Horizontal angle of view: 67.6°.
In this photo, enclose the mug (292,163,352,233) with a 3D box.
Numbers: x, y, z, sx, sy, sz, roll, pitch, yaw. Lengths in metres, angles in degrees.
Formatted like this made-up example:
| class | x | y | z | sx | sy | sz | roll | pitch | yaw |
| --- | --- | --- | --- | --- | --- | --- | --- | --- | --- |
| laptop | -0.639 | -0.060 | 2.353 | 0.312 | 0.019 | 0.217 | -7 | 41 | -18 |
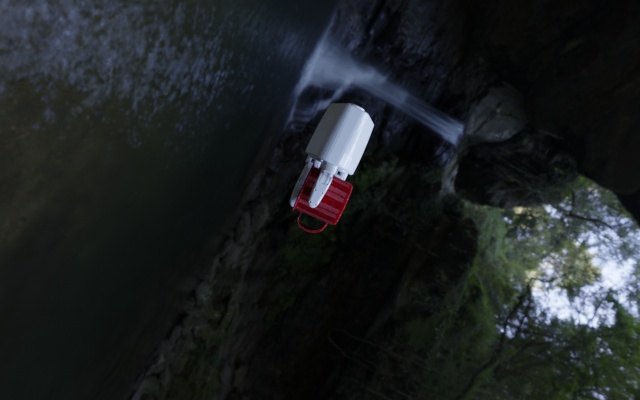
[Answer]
| class | x | y | z | sx | sy | sz | roll | pitch | yaw |
| --- | --- | --- | --- | --- | --- | --- | --- | --- | --- |
| mug | 0.000 | 0.004 | 0.851 | 0.081 | 0.117 | 0.093 | 25 | 4 | -2 |
